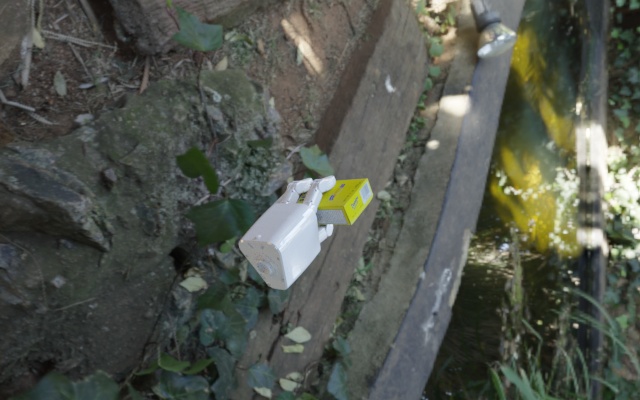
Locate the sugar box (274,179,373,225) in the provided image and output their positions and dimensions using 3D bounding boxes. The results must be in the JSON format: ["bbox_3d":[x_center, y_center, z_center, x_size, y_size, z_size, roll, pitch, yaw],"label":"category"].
[{"bbox_3d":[0.000,0.003,0.884,0.176,0.048,0.093,0,33,37],"label":"sugar box"}]
